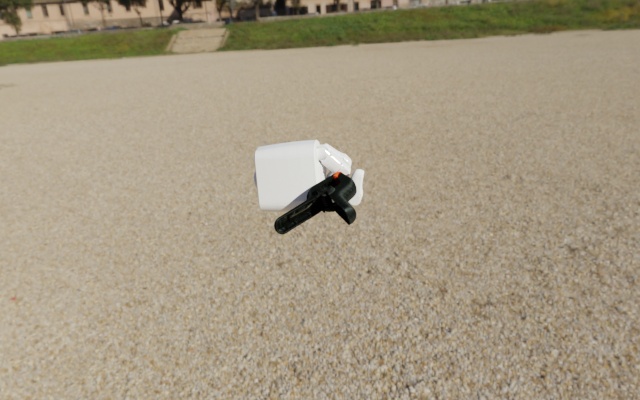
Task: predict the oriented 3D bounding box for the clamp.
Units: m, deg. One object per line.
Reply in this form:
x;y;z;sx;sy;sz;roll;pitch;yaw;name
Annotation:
0.000;0.002;0.717;0.120;0.039;0.171;-7;19;11;clamp
